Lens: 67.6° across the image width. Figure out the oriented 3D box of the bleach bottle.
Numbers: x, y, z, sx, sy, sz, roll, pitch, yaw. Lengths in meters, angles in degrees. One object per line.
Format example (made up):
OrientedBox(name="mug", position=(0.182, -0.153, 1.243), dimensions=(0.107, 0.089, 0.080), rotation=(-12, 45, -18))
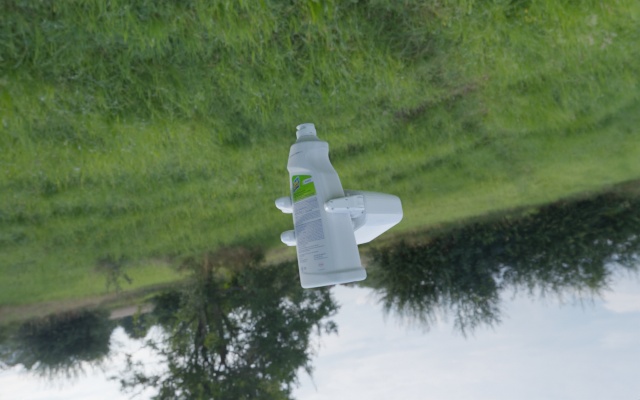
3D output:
OrientedBox(name="bleach bottle", position=(0.000, 0.002, 0.731), dimensions=(0.068, 0.250, 0.102), rotation=(1, -13, -45))
